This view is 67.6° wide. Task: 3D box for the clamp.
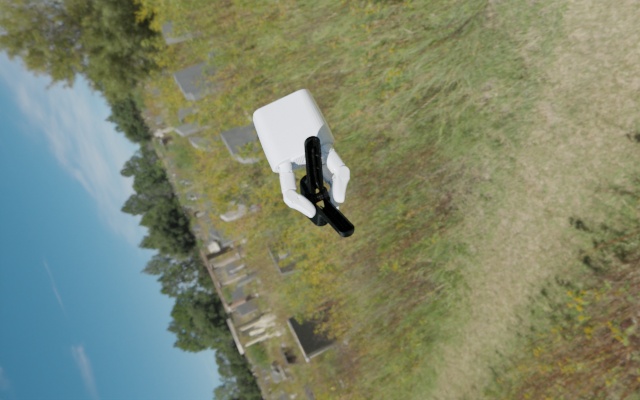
[{"bbox_3d":[-0.001,0.003,0.807,0.036,0.164,0.210,-19,-13,-14],"label":"clamp"}]
